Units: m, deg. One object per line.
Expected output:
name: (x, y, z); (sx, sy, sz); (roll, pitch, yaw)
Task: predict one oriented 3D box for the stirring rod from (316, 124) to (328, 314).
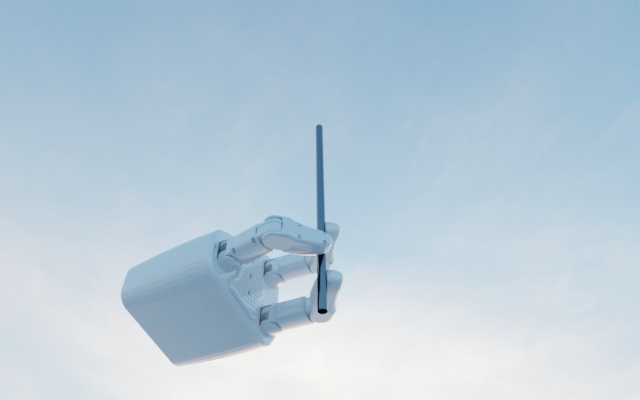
stirring rod: (0.000, 0.002, 0.454); (0.011, 0.011, 0.239); (-1, 45, -1)
